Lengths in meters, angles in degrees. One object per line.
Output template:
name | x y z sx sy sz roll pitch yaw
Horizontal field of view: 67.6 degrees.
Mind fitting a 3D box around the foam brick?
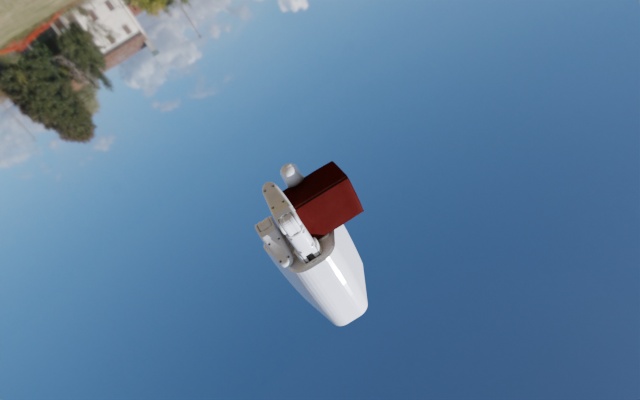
foam brick | 0.000 0.002 0.544 0.078 0.051 0.053 -32 30 0
